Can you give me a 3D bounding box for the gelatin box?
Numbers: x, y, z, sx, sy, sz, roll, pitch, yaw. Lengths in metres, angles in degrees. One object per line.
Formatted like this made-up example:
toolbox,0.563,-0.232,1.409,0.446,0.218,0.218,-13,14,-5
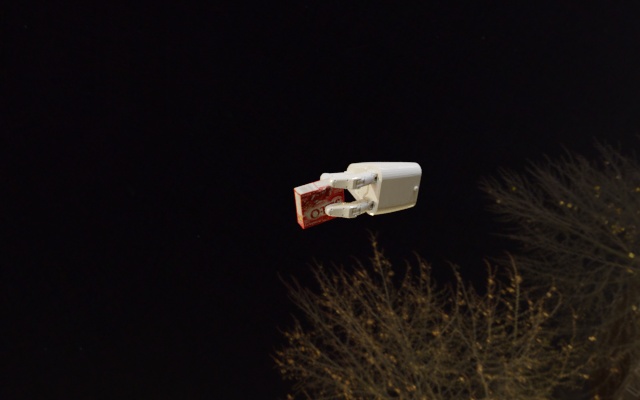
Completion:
gelatin box,0.000,0.003,0.868,0.089,0.073,0.030,-18,34,-21
